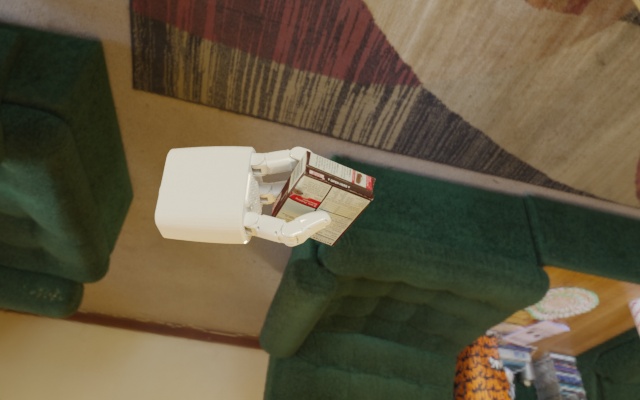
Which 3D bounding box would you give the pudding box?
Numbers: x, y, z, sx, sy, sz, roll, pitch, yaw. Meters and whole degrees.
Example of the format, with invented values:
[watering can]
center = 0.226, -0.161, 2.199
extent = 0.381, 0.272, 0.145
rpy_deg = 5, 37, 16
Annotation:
[pudding box]
center = 0.000, 0.002, 0.575
extent = 0.090, 0.039, 0.113
rpy_deg = 20, -40, -15
